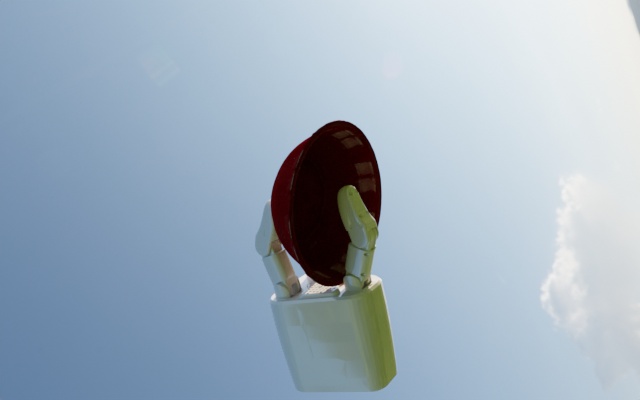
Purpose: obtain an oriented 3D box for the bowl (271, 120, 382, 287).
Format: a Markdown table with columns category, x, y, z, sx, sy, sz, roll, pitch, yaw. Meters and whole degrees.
| category | x | y | z | sx | sy | sz | roll | pitch | yaw |
| --- | --- | --- | --- | --- | --- | --- | --- | --- | --- |
| bowl | 0.000 | 0.000 | 0.480 | 0.055 | 0.162 | 0.162 | 5 | 3 | 35 |
